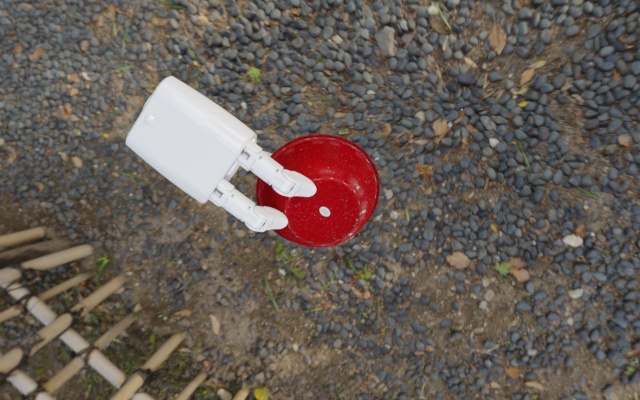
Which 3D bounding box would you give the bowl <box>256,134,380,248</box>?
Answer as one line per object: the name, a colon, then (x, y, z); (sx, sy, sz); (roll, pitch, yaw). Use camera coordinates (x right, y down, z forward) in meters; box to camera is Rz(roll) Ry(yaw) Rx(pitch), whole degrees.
bowl: (0.001, 0.003, 0.595); (0.162, 0.162, 0.055); (0, 28, -7)
